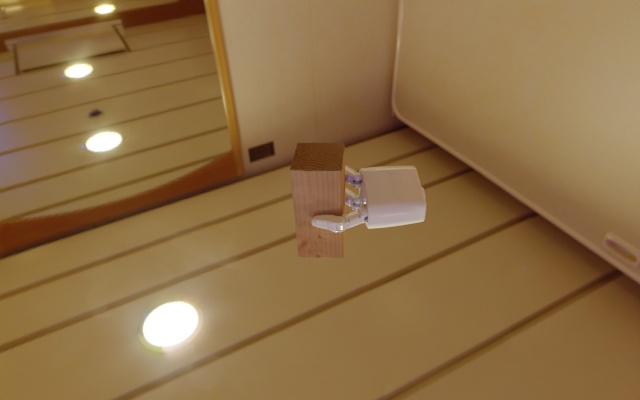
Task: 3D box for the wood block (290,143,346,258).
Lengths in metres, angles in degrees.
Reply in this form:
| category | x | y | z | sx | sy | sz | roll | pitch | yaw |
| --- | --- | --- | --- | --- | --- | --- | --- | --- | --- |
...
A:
| category | x | y | z | sx | sy | sz | roll | pitch | yaw |
| --- | --- | --- | --- | --- | --- | --- | --- | --- | --- |
| wood block | 0.001 | 0.003 | 0.894 | 0.090 | 0.206 | 0.090 | 1 | 38 | 6 |
